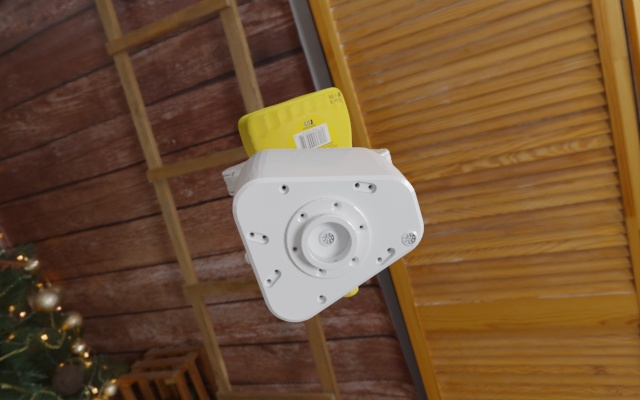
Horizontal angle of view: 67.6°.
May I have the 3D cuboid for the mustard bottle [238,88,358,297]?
[{"bbox_3d":[0.000,0.001,0.441,0.096,0.192,0.058,-24,15,-25],"label":"mustard bottle"}]
